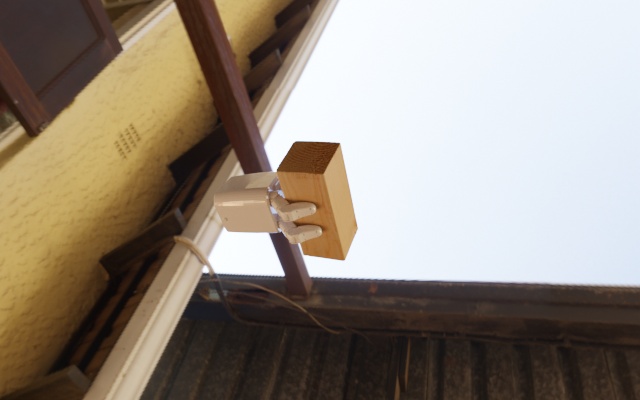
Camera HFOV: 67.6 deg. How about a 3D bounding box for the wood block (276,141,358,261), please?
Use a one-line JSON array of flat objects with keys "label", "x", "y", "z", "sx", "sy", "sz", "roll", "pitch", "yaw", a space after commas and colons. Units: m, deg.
[{"label": "wood block", "x": 0.000, "y": 0.003, "z": 0.861, "sx": 0.090, "sy": 0.206, "sz": 0.090, "roll": 5, "pitch": 44, "yaw": 22}]
